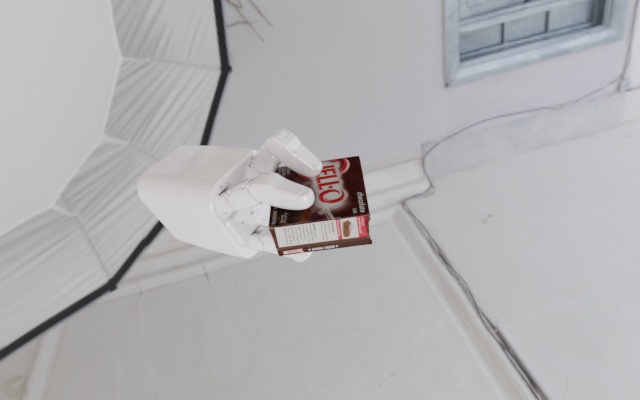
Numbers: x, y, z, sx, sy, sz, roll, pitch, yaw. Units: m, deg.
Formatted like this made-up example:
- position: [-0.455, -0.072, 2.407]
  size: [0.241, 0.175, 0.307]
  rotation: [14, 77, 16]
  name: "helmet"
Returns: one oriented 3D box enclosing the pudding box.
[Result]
- position: [0.000, 0.002, 0.462]
  size: [0.090, 0.039, 0.113]
  rotation: [-9, 34, 4]
  name: "pudding box"
